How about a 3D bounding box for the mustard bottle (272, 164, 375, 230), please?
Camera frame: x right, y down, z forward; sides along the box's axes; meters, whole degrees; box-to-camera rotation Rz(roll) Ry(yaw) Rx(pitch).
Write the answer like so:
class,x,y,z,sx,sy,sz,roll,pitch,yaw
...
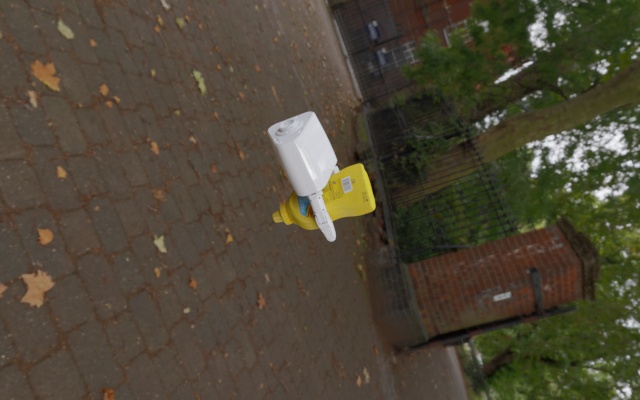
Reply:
class,x,y,z,sx,sy,sz,roll,pitch,yaw
mustard bottle,0.001,0.003,0.887,0.191,0.096,0.058,-19,-35,12
